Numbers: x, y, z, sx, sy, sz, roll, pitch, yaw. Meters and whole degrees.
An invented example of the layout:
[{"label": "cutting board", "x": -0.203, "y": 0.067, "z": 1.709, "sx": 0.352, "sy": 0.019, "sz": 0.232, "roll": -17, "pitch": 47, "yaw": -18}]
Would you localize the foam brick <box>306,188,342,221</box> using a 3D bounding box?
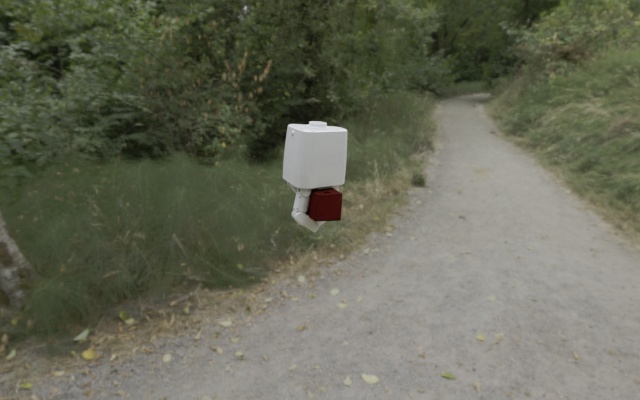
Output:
[{"label": "foam brick", "x": 0.000, "y": 0.003, "z": 0.891, "sx": 0.053, "sy": 0.051, "sz": 0.078, "roll": -2, "pitch": 17, "yaw": -25}]
